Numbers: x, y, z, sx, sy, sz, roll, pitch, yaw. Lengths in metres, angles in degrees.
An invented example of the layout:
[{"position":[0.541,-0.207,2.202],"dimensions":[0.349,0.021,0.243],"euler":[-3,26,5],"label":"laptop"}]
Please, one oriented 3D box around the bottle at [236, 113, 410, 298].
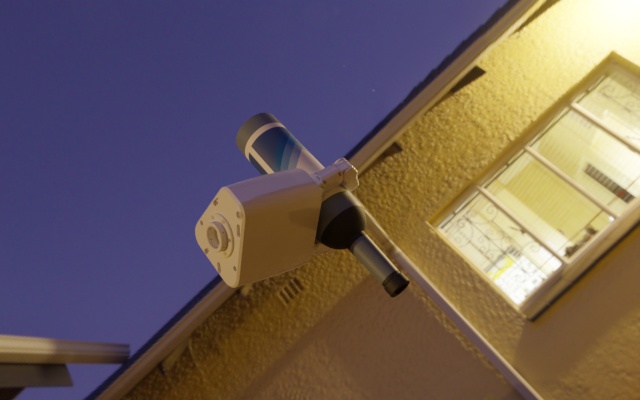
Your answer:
[{"position":[0.000,0.002,0.593],"dimensions":[0.295,0.069,0.069],"euler":[47,26,27],"label":"bottle"}]
